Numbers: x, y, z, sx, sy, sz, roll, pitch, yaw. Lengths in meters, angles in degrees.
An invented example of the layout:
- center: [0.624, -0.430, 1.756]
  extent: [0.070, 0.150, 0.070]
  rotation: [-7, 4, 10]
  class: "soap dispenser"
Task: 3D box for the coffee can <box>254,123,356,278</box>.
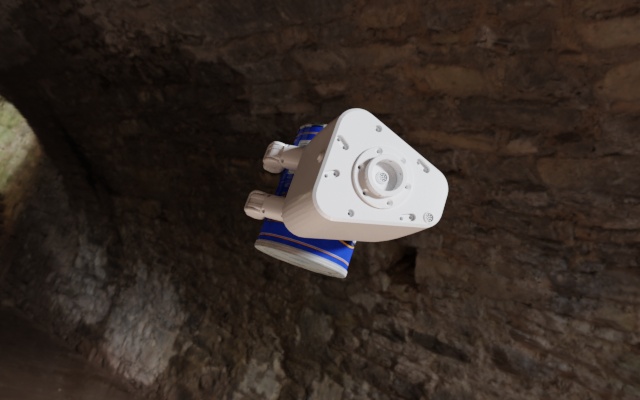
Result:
- center: [0.000, 0.002, 0.524]
  extent: [0.103, 0.140, 0.103]
  rotation: [18, -13, 4]
  class: "coffee can"
